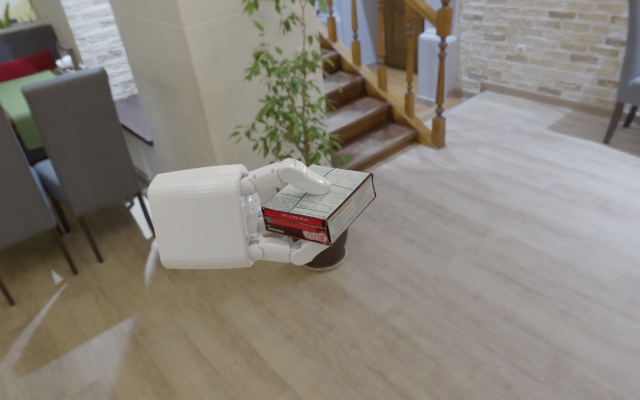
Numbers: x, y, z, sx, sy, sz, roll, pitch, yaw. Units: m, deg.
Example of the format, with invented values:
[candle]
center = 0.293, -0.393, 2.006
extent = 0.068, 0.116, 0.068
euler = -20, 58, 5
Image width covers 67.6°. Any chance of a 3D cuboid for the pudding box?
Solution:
[pudding box]
center = 0.000, 0.002, 0.555
extent = 0.090, 0.039, 0.113
euler = 11, 38, 31
